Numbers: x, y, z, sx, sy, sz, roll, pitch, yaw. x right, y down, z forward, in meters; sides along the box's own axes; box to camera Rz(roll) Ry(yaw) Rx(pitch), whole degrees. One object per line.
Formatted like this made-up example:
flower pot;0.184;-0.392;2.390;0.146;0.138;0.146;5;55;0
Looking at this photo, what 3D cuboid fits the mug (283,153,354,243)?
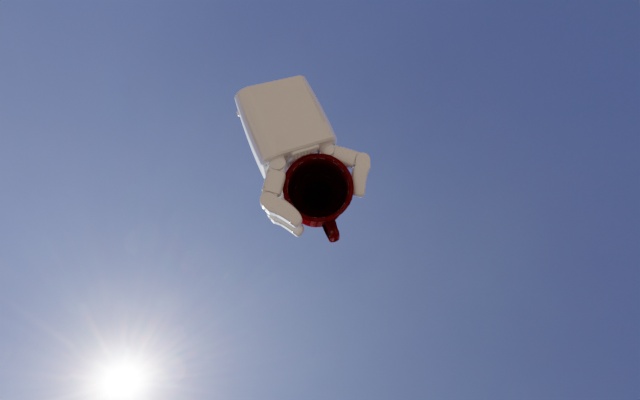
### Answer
mug;0.001;0.003;0.656;0.093;0.117;0.081;-22;-11;-7
